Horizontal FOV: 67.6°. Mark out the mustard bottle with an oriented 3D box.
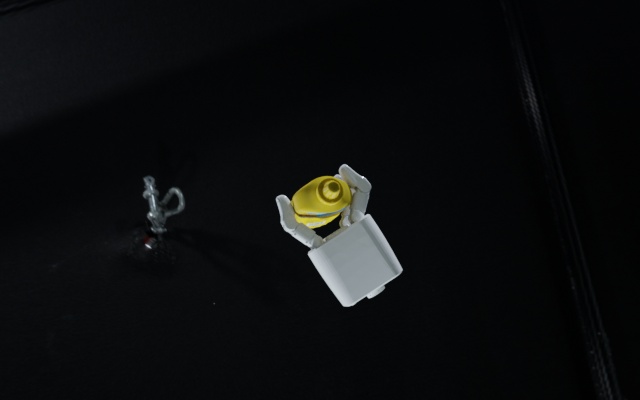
[{"bbox_3d":[0.000,0.002,0.779,0.096,0.058,0.192,-7,-11,-14],"label":"mustard bottle"}]
